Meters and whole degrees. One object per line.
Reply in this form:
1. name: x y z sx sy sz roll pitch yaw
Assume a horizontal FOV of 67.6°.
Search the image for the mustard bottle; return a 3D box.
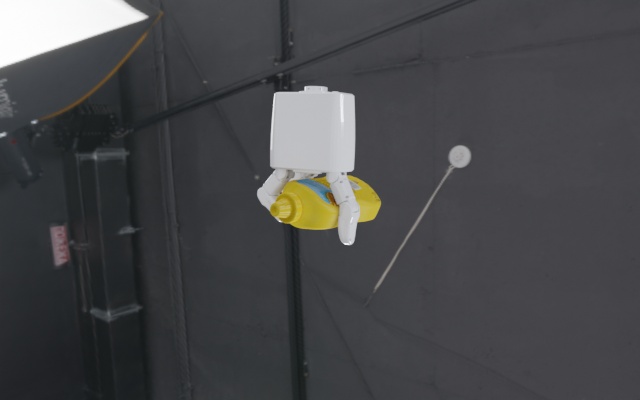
1. mustard bottle: 0.000 0.003 0.690 0.096 0.058 0.191 36 26 30
